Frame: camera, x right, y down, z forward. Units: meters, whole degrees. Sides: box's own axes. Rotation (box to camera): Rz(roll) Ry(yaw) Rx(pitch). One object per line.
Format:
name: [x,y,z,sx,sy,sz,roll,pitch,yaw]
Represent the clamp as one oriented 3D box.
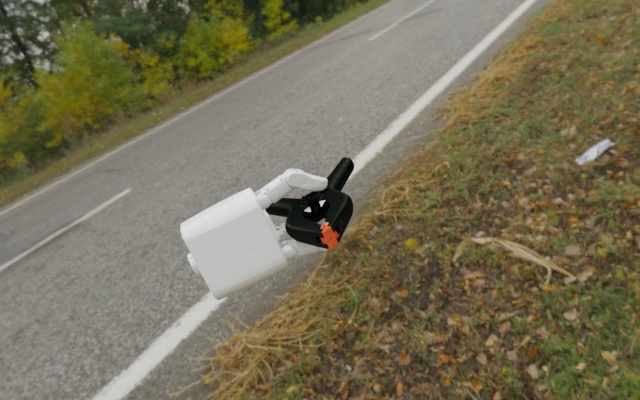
clamp: [0.000,0.002,0.658,0.164,0.036,0.210,-29,25,-7]
